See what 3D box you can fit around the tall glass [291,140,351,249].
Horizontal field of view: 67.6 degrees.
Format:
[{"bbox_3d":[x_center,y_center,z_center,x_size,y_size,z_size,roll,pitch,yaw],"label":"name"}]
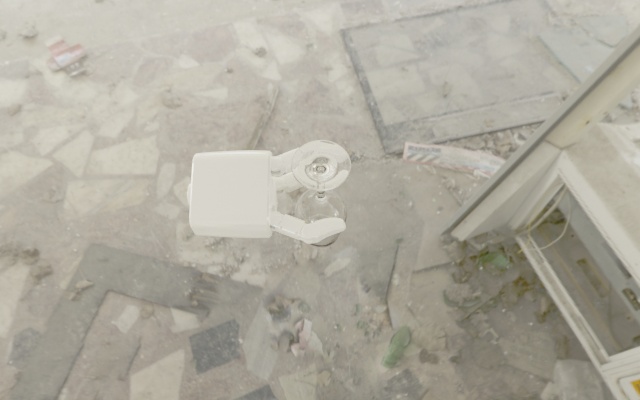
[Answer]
[{"bbox_3d":[0.000,0.002,0.677,0.079,0.079,0.201,0,-28,0],"label":"tall glass"}]
